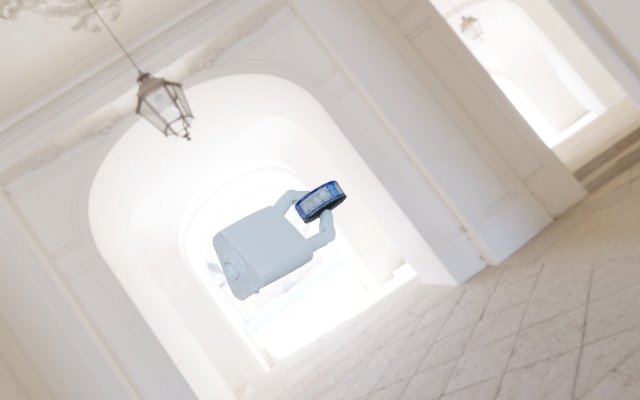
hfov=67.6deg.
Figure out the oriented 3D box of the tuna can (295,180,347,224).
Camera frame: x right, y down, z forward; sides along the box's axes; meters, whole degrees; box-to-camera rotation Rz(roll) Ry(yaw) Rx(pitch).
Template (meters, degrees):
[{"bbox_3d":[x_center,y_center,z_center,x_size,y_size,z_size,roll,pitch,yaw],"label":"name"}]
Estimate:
[{"bbox_3d":[0.000,0.002,0.796,0.086,0.033,0.086,-32,-10,-6],"label":"tuna can"}]
